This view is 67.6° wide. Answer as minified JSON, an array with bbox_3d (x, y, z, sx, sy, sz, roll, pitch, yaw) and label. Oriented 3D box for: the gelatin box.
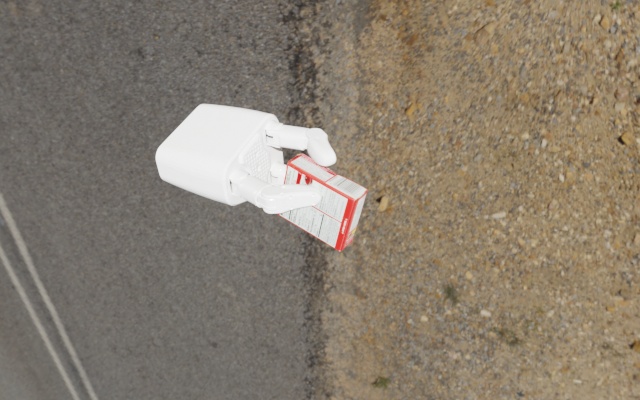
[{"bbox_3d":[0.000,0.002,0.514,0.089,0.073,0.030,30,40,21],"label":"gelatin box"}]
